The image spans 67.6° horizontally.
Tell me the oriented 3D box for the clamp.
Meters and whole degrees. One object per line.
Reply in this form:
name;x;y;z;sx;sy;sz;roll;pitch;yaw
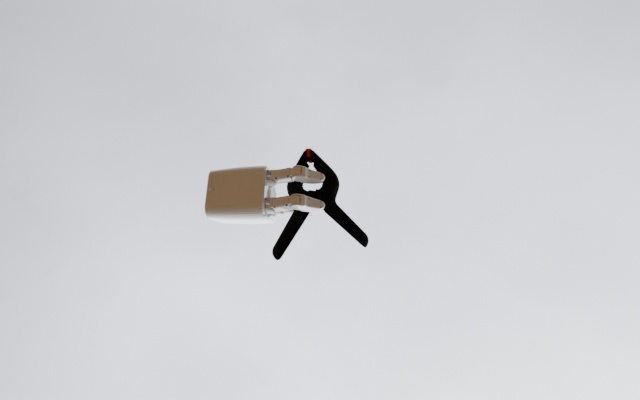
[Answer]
clamp;0.000;0.003;0.849;0.164;0.210;0.036;-2;-25;5
